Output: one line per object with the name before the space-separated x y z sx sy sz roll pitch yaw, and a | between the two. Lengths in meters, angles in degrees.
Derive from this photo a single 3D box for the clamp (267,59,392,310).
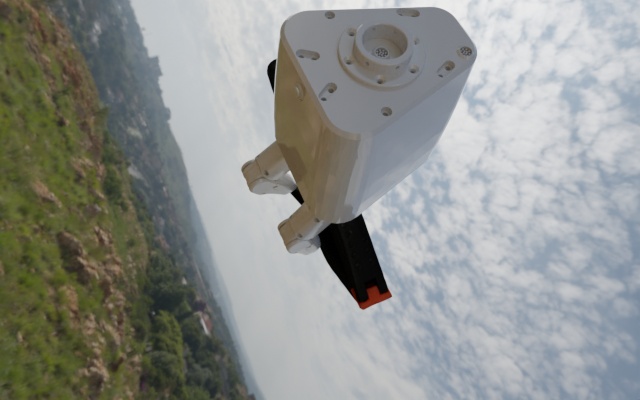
clamp | 0.001 0.001 0.428 0.036 0.210 0.165 -21 -22 -13
